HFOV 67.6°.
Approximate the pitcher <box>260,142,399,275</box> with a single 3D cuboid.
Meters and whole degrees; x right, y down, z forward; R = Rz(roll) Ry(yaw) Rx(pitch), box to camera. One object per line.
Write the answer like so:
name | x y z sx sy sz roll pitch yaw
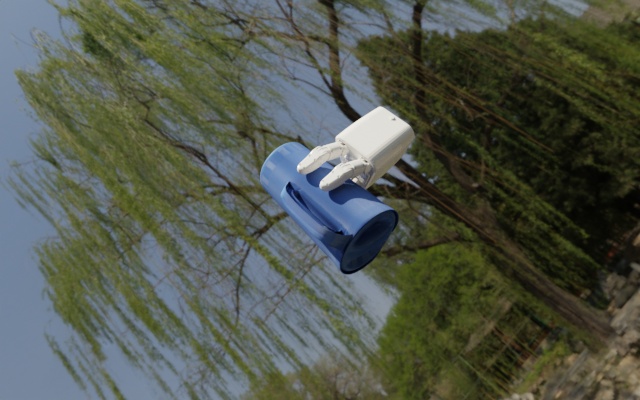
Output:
pitcher | 0.000 0.003 0.819 0.242 0.145 0.149 41 -22 29
